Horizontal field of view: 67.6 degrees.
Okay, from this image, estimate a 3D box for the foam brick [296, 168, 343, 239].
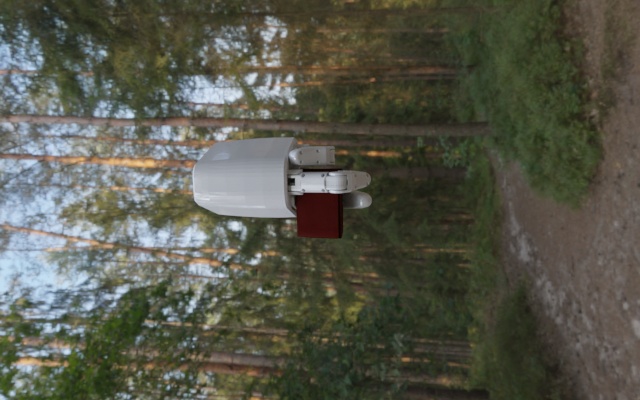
[{"bbox_3d":[0.000,0.002,0.562,0.051,0.078,0.053,-1,7,5],"label":"foam brick"}]
